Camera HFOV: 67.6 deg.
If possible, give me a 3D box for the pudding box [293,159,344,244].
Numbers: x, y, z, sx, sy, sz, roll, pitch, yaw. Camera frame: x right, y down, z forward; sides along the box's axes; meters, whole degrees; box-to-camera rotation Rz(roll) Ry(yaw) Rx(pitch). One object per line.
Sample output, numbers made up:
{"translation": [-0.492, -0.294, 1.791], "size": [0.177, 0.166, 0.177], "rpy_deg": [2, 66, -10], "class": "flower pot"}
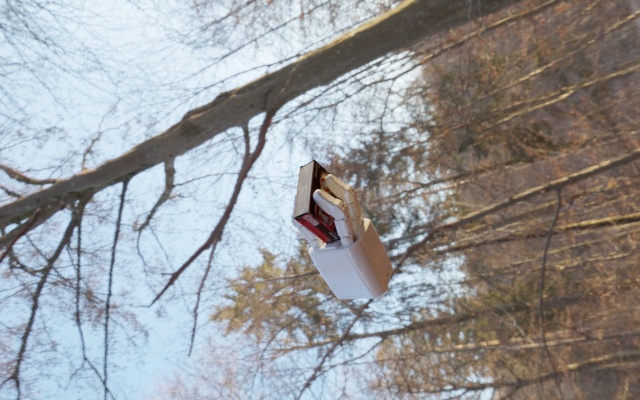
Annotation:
{"translation": [0.000, 0.003, 0.794], "size": [0.039, 0.113, 0.090], "rpy_deg": [-23, -45, 28], "class": "pudding box"}
